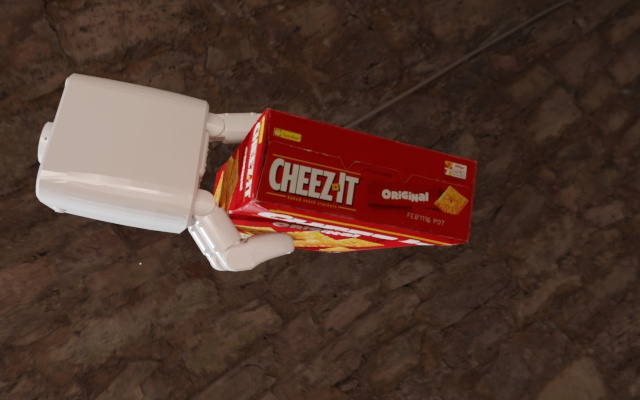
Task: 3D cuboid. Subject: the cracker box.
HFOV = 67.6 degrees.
[{"bbox_3d":[0.000,0.001,0.418,0.164,0.072,0.214,11,-11,-19],"label":"cracker box"}]
